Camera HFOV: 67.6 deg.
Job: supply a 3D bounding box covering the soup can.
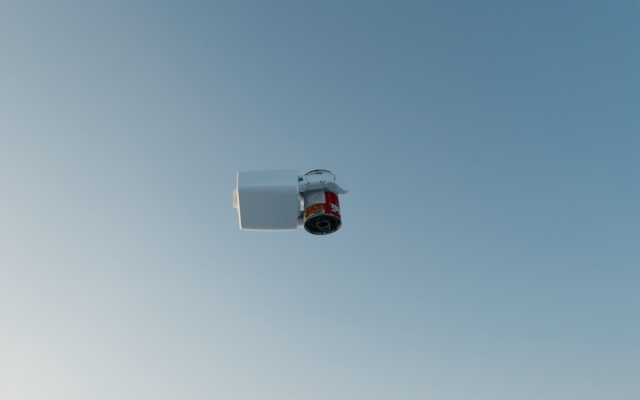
[{"bbox_3d":[0.001,0.003,0.871,0.068,0.102,0.069,-4,-35,-3],"label":"soup can"}]
